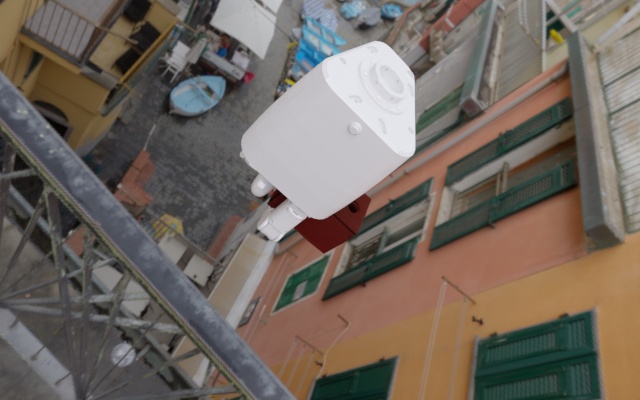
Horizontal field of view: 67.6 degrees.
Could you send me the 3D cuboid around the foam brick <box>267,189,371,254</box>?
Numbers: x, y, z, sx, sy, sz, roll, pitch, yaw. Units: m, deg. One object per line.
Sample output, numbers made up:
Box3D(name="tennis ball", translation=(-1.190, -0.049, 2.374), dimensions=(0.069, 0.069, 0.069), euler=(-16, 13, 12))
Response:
Box3D(name="foam brick", translation=(0.000, 0.002, 0.455), dimensions=(0.051, 0.078, 0.053), euler=(-35, 19, 42))
